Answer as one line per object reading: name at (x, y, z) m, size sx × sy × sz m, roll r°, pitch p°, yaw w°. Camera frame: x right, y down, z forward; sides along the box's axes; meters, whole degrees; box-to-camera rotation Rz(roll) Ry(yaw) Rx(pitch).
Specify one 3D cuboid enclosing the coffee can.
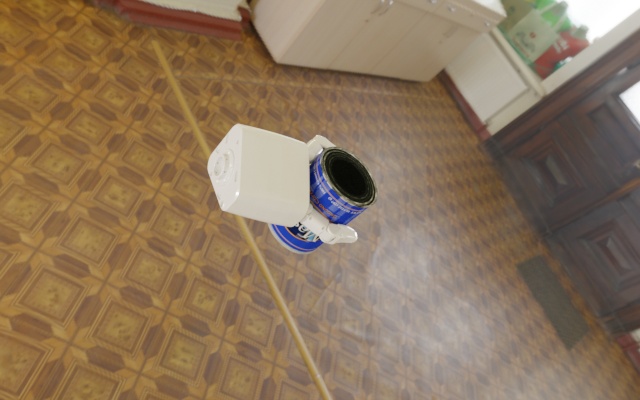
coffee can at (0.000, 0.002, 0.706) m, size 0.103 × 0.102 × 0.140 m, roll 0°, pitch -32°, yaw -45°
